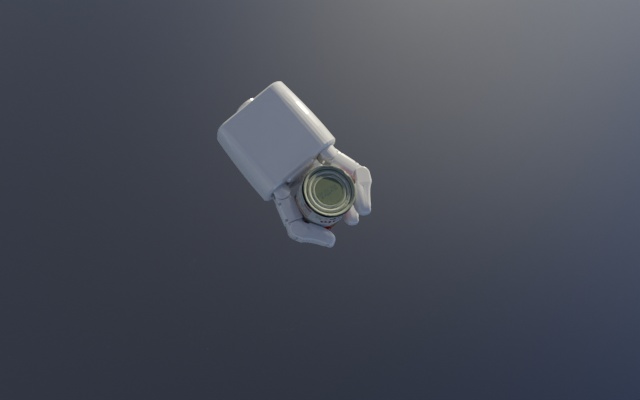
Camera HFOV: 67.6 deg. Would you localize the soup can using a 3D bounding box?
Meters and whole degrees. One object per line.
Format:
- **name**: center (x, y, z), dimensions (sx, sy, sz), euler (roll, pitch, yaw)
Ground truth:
- **soup can**: center (0.000, 0.002, 0.612), dimensions (0.068, 0.068, 0.102), euler (0, -17, -13)
